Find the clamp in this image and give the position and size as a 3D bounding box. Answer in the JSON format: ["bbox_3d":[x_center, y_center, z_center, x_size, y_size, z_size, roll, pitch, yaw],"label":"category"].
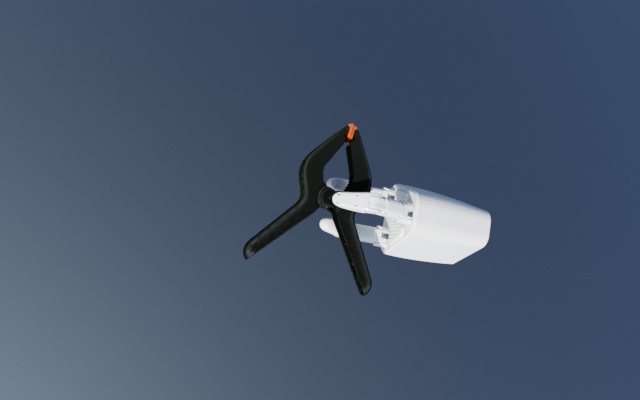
[{"bbox_3d":[0.001,0.001,0.597,0.164,0.210,0.036,12,-9,-12],"label":"clamp"}]
